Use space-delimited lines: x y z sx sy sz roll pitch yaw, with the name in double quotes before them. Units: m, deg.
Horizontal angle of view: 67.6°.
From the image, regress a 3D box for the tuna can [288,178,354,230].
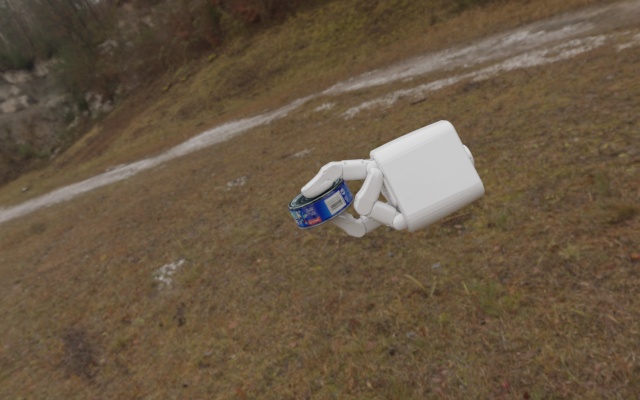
"tuna can" 0.000 0.002 0.645 0.086 0.034 0.086 -27 15 8
